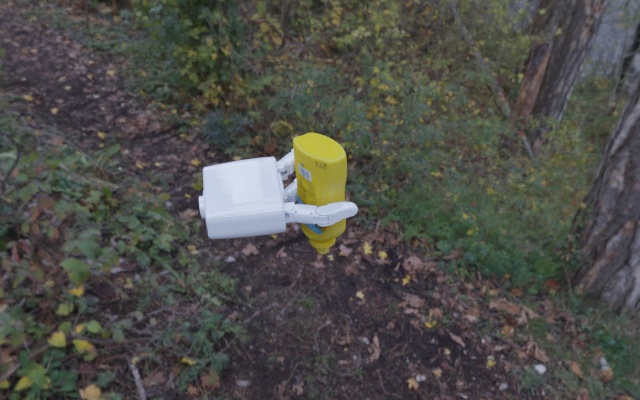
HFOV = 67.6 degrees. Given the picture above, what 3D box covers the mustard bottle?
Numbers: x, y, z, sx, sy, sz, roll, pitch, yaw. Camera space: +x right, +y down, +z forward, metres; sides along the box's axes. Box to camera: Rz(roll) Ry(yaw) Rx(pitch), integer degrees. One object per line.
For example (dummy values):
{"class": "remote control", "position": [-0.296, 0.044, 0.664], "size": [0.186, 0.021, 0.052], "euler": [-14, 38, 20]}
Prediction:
{"class": "mustard bottle", "position": [0.000, 0.002, 0.714], "size": [0.058, 0.192, 0.096], "euler": [-22, 39, -28]}
